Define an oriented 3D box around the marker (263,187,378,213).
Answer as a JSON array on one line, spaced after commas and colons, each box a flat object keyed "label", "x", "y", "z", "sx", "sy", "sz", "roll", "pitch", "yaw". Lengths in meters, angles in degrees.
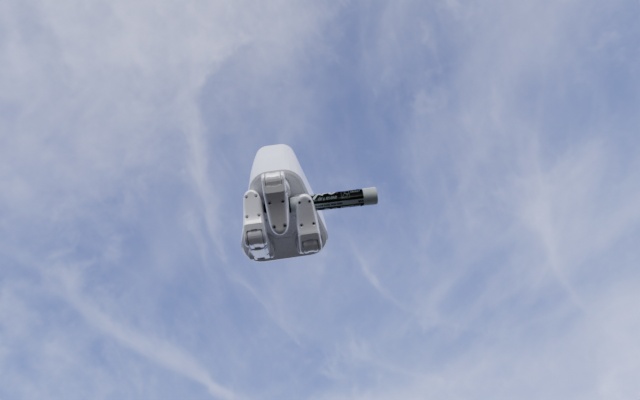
[{"label": "marker", "x": 0.000, "y": 0.002, "z": 0.508, "sx": 0.121, "sy": 0.020, "sz": 0.020, "roll": -7, "pitch": 0, "yaw": -3}]
